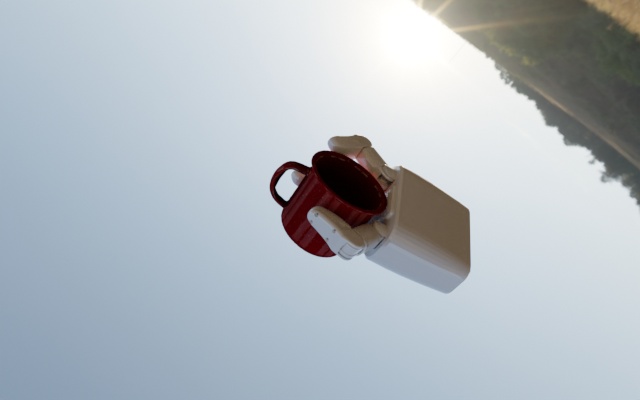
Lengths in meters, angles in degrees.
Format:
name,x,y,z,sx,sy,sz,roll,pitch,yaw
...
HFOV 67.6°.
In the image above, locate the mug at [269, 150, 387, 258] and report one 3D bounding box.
name,x,y,z,sx,sy,sz,roll,pitch,yaw
mug,-0.001,0.001,0.508,0.117,0.081,0.093,27,32,-16
